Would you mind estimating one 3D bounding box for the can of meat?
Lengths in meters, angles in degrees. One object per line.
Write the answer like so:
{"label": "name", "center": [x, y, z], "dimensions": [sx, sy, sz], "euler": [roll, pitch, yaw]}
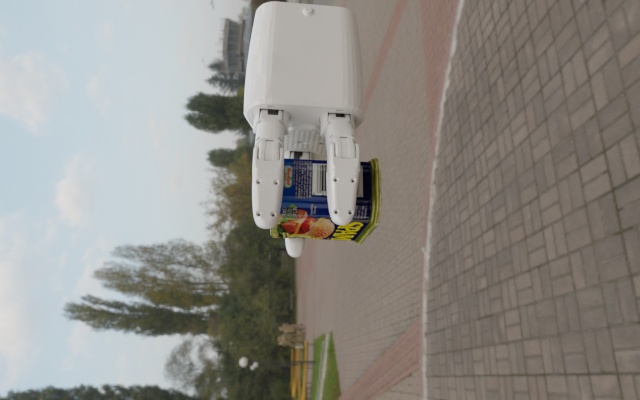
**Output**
{"label": "can of meat", "center": [0.000, 0.001, 0.408], "dimensions": [0.084, 0.057, 0.102], "euler": [3, -17, -5]}
